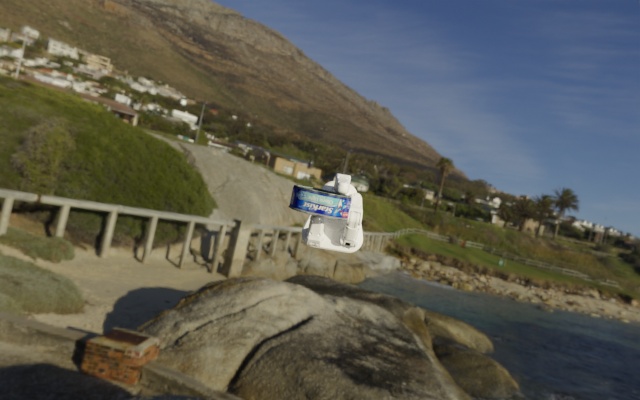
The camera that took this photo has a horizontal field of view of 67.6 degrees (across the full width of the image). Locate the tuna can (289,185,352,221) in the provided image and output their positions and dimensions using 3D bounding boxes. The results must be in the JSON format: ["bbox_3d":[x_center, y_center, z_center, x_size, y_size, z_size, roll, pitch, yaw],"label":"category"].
[{"bbox_3d":[0.000,0.002,0.674,0.086,0.034,0.086,12,4,-1],"label":"tuna can"}]
